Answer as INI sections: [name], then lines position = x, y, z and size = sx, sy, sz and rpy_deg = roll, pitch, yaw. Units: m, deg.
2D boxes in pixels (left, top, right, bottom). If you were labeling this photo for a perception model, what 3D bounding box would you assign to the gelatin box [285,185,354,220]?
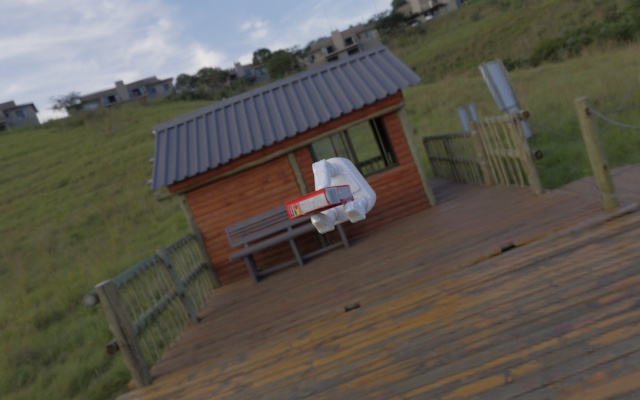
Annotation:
[gelatin box]
position = 0.000, 0.002, 0.730
size = 0.073, 0.030, 0.089
rpy_deg = -20, -5, 27
